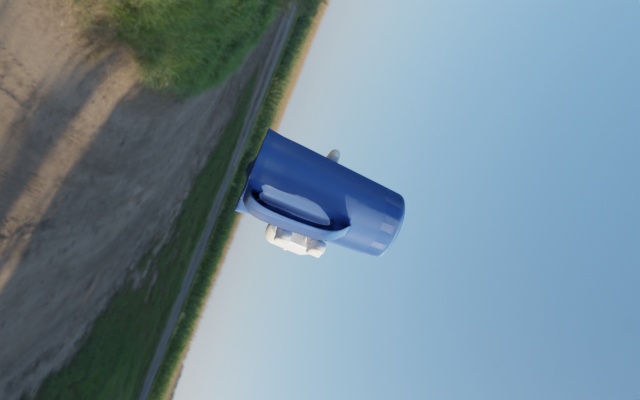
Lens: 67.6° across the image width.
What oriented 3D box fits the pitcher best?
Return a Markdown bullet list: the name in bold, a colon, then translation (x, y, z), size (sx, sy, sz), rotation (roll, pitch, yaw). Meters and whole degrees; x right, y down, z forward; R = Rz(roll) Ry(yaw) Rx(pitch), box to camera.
- **pitcher**: translation (0.000, 0.002, 0.722), size (0.243, 0.149, 0.145), rotation (23, -18, -9)
